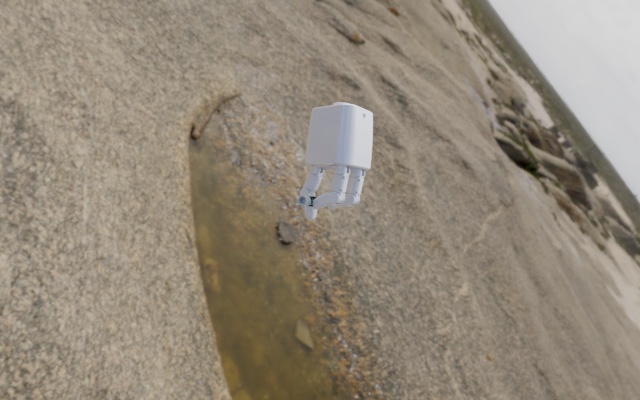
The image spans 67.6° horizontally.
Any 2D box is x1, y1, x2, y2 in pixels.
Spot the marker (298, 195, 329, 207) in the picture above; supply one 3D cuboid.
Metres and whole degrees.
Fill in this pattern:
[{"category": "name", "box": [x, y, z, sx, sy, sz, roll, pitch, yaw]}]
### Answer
[{"category": "marker", "box": [0.000, 0.003, 0.884, 0.020, 0.020, 0.121, 0, -2, 33]}]
